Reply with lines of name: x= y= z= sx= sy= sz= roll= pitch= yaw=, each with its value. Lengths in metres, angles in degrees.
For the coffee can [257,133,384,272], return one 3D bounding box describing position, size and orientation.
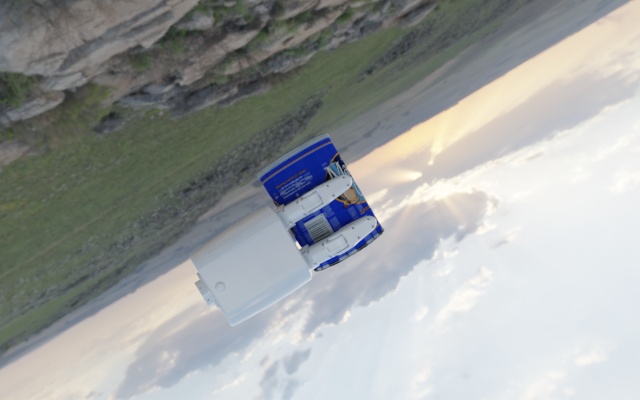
coffee can: x=0.000 y=0.002 z=0.594 sx=0.103 sy=0.140 sz=0.103 roll=-31 pitch=2 yaw=1
